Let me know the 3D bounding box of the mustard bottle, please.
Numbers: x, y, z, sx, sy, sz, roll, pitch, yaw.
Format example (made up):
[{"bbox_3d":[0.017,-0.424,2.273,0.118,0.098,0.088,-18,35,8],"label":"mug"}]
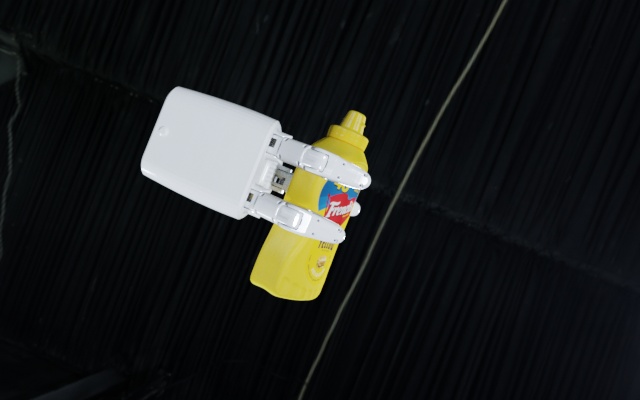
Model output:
[{"bbox_3d":[0.000,0.002,0.478,0.058,0.191,0.096,23,1,30],"label":"mustard bottle"}]
